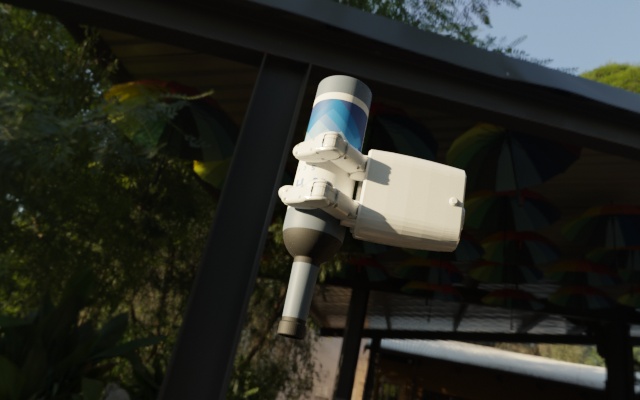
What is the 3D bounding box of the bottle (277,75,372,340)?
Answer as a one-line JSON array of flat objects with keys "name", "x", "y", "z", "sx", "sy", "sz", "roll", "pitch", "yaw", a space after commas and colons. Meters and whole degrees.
[{"name": "bottle", "x": 0.000, "y": 0.001, "z": 0.527, "sx": 0.069, "sy": 0.295, "sz": 0.069, "roll": 11, "pitch": -22, "yaw": 4}]
